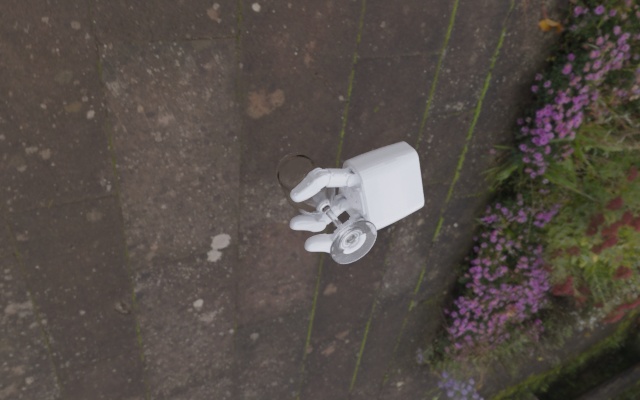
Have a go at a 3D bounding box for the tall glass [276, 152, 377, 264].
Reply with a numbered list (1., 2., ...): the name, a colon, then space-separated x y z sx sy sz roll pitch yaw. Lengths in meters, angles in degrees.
1. tall glass: 0.000 0.003 0.718 0.079 0.079 0.201 0 34 -34
